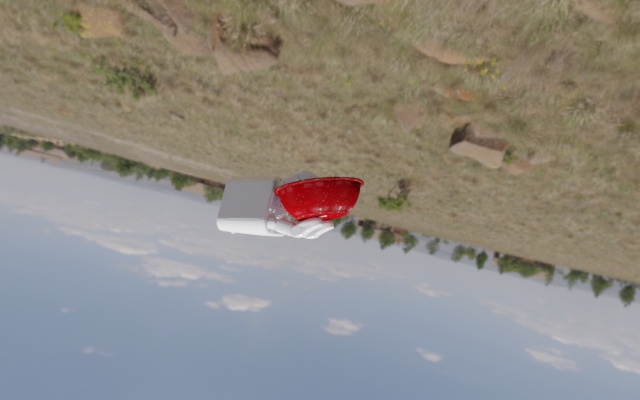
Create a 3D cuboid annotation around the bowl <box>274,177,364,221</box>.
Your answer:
[{"bbox_3d":[0.001,0.003,0.842,0.162,0.055,0.162,-6,-10,-1],"label":"bowl"}]
